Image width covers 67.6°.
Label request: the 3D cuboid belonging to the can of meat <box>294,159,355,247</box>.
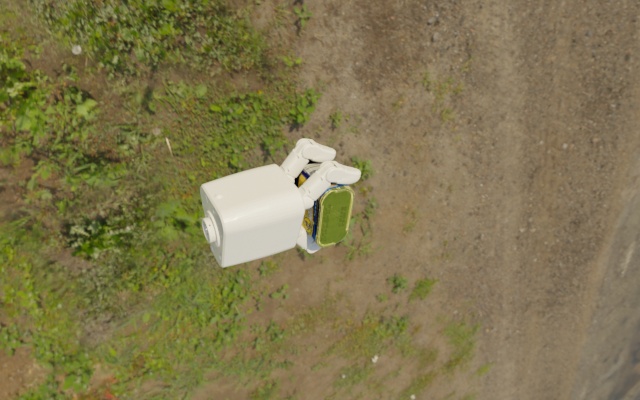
[{"bbox_3d":[0.000,0.002,0.667,0.057,0.102,0.084,-14,41,-26],"label":"can of meat"}]
